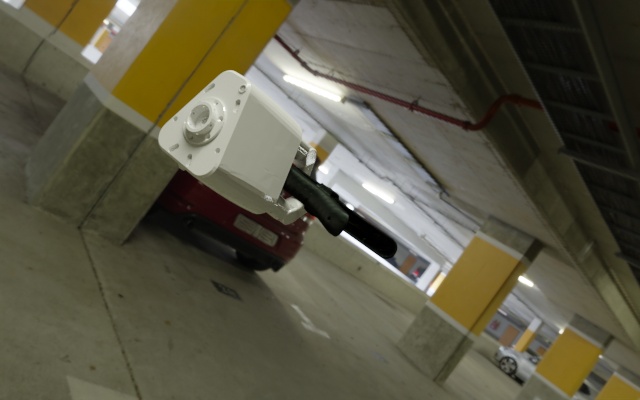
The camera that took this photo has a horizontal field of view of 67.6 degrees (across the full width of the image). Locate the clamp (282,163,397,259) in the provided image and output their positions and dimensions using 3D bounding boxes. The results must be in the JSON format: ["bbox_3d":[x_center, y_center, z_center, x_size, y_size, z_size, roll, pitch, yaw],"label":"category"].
[{"bbox_3d":[0.000,0.001,0.522,0.171,0.039,0.120,36,-1,31],"label":"clamp"}]
